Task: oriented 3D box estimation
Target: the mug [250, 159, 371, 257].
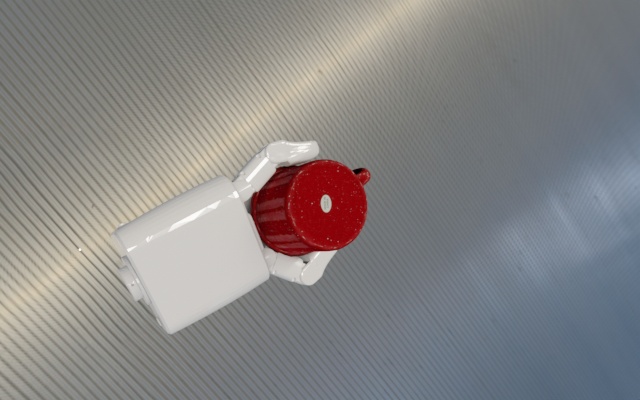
[{"bbox_3d":[0.001,0.001,0.454,0.117,0.093,0.081,-30,8,-25],"label":"mug"}]
